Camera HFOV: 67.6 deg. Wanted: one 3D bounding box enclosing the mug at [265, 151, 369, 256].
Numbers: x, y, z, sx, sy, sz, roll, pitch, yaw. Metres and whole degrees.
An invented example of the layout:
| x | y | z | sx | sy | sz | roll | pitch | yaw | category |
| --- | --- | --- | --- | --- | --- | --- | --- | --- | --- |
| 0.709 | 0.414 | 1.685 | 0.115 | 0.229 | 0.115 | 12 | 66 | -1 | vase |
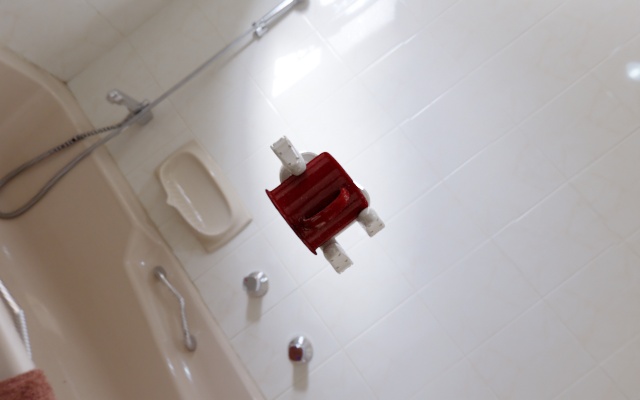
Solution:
| x | y | z | sx | sy | sz | roll | pitch | yaw | category |
| --- | --- | --- | --- | --- | --- | --- | --- | --- | --- |
| 0.000 | 0.002 | 0.515 | 0.081 | 0.093 | 0.117 | -38 | 11 | 0 | mug |
